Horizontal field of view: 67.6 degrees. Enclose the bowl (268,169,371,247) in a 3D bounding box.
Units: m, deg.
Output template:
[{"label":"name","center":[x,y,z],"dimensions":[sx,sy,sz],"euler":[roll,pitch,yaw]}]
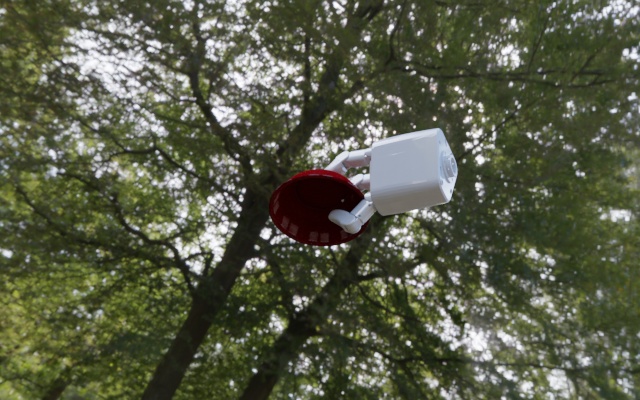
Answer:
[{"label":"bowl","center":[-0.001,0.002,0.770],"dimensions":[0.162,0.162,0.055],"euler":[0,44,5]}]
